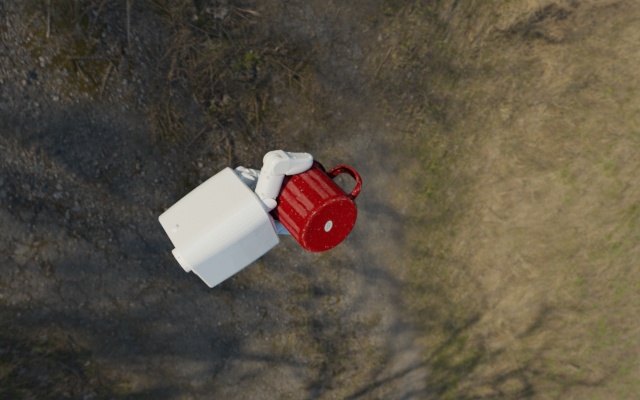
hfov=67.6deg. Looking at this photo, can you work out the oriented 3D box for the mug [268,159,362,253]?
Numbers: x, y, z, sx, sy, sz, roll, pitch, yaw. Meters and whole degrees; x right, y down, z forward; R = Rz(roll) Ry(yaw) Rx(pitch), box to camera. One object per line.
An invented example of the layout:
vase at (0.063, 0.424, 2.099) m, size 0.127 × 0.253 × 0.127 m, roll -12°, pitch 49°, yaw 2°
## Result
mug at (0.001, 0.001, 0.580) m, size 0.117 × 0.093 × 0.081 m, roll -36°, pitch 49°, yaw -10°
